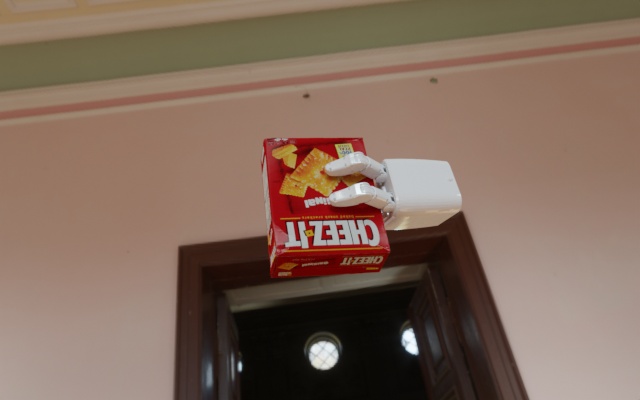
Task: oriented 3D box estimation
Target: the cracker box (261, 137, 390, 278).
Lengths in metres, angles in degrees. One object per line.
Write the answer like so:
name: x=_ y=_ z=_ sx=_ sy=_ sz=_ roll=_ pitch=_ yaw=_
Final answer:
cracker box: x=0.000 y=0.002 z=0.720 sx=0.164 sy=0.213 sz=0.072 roll=-1 pitch=-35 yaw=-12
